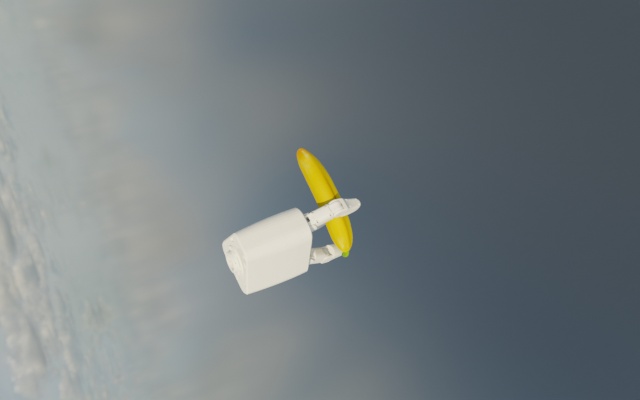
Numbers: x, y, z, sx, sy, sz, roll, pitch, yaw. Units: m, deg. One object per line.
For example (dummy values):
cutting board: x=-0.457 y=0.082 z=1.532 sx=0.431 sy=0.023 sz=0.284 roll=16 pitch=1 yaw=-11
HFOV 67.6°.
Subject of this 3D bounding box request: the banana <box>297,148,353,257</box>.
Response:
banana: x=0.009 y=0.003 z=0.772 sx=0.037 sy=0.198 sz=0.069 roll=-23 pitch=2 yaw=-24
